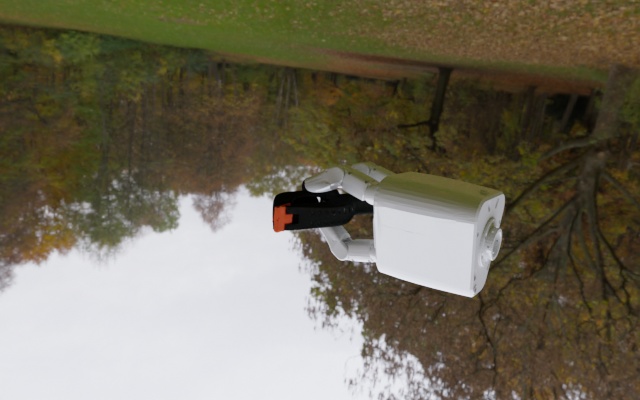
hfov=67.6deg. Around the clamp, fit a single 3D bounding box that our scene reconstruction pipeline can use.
[{"bbox_3d":[0.000,0.003,0.574,0.164,0.036,0.210,11,14,34],"label":"clamp"}]
